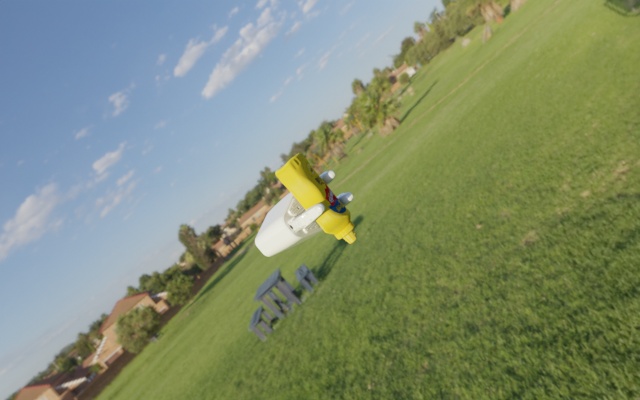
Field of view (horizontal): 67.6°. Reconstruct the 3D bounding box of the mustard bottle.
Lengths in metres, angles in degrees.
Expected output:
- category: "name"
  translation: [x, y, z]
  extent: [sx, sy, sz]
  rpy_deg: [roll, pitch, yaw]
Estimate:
- category: "mustard bottle"
  translation: [0.000, 0.003, 0.885]
  extent: [0.058, 0.191, 0.096]
  rpy_deg: [-38, 5, 16]
